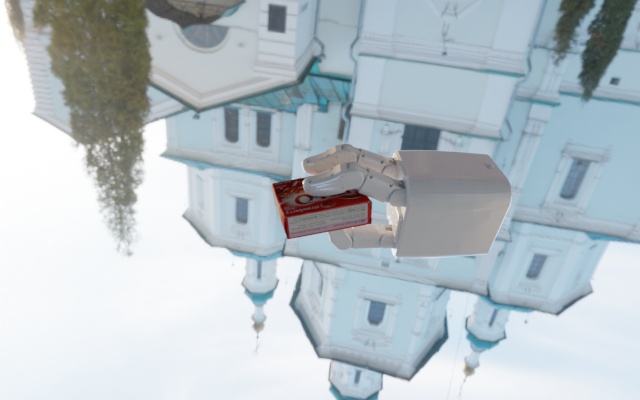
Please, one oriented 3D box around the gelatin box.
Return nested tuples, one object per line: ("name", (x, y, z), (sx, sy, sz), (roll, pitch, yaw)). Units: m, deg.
("gelatin box", (0.000, 0.002, 0.491), (0.089, 0.030, 0.073), (-11, 31, -10))
